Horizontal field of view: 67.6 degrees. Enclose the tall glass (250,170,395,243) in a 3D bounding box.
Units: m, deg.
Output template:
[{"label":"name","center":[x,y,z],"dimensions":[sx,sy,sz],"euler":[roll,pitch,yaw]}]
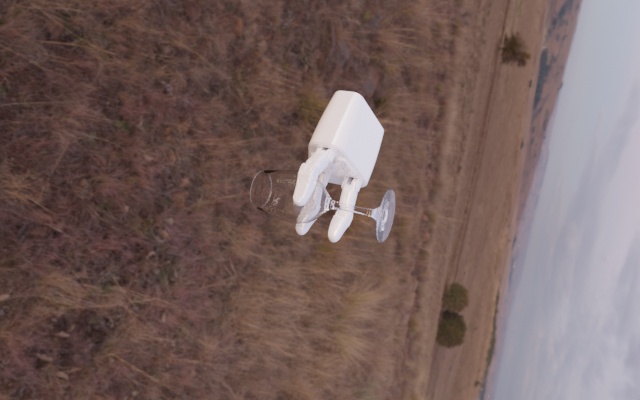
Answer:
[{"label":"tall glass","center":[0.001,0.002,0.683],"dimensions":[0.201,0.079,0.079],"euler":[12,4,23]}]
